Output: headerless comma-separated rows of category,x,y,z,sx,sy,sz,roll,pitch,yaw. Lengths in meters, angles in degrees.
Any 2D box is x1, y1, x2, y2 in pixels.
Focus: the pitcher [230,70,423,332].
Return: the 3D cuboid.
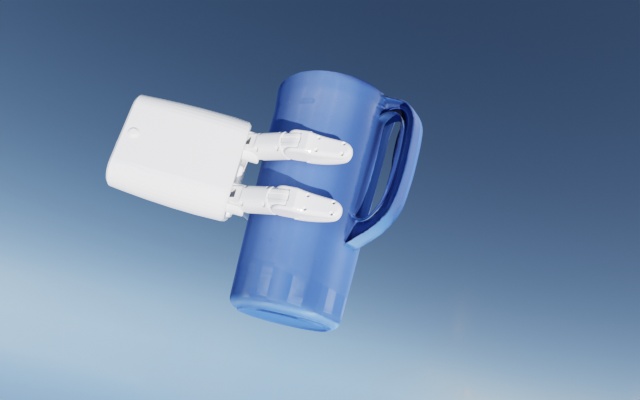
pitcher,0.000,0.002,0.481,0.145,0.242,0.149,16,-20,-7
